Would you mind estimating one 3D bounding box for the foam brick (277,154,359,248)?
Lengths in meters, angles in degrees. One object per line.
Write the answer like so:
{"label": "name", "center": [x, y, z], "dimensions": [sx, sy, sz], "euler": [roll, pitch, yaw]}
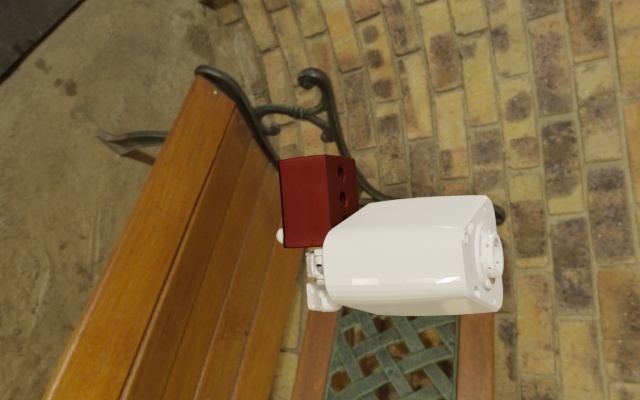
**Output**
{"label": "foam brick", "center": [0.000, 0.001, 0.419], "dimensions": [0.051, 0.078, 0.053], "euler": [-7, -5, 34]}
